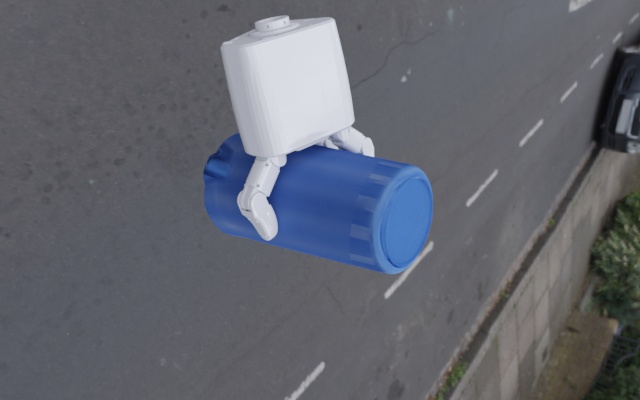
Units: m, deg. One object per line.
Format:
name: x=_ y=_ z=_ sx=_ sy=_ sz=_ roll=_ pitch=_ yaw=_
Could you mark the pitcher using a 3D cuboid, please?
pitcher: x=0.000 y=0.002 z=0.537 sx=0.243 sy=0.145 sz=0.149 roll=13 pitch=36 yaw=39
